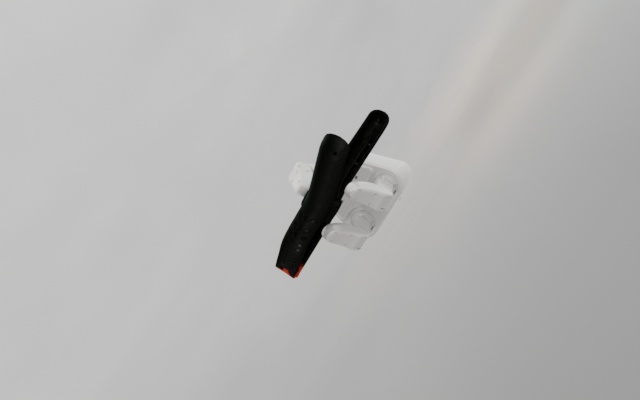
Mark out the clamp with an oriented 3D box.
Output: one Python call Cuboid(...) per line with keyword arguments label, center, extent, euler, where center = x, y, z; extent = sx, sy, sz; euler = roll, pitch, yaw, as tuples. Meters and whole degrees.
Cuboid(label="clamp", center=(-0.001, 0.002, 0.503), extent=(0.036, 0.210, 0.164), euler=(33, 20, 10))
